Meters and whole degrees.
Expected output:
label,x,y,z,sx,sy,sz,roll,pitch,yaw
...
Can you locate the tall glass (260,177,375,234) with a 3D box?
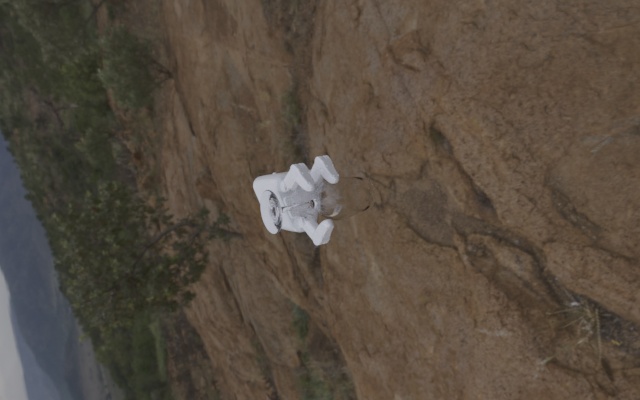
label,x,y,z,sx,sy,sz,roll,pitch,yaw
tall glass,0.000,0.003,0.838,0.201,0.079,0.079,-11,6,-32
